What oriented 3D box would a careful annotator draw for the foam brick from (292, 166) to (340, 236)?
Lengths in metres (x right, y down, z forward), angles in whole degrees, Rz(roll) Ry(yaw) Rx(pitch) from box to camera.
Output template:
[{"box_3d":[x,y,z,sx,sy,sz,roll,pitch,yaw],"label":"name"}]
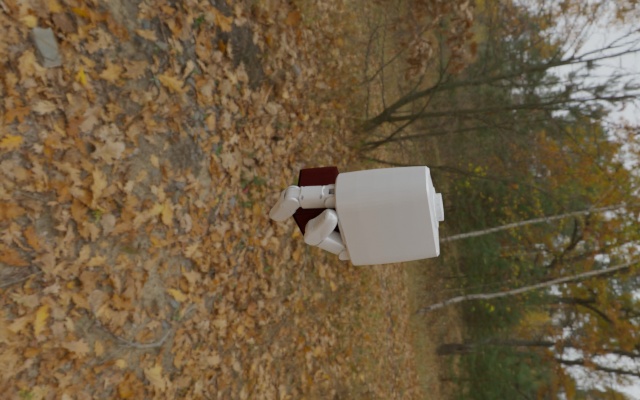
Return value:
[{"box_3d":[0.000,0.002,0.615,0.051,0.078,0.053,-6,-40,17],"label":"foam brick"}]
